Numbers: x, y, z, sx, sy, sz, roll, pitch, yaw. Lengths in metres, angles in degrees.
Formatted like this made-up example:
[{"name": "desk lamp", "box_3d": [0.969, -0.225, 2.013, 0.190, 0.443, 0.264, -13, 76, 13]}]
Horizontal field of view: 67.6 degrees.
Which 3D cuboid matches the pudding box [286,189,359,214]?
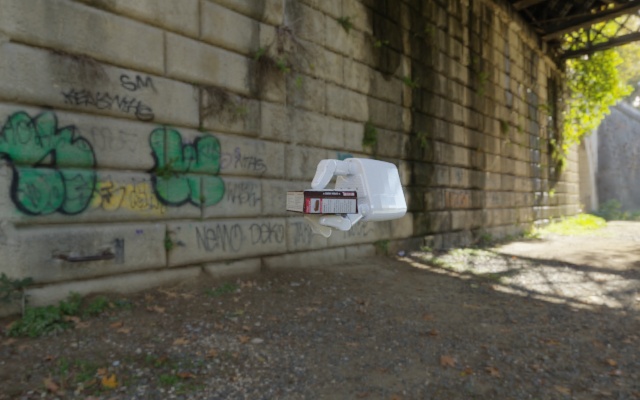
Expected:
[{"name": "pudding box", "box_3d": [0.000, 0.002, 0.765, 0.090, 0.039, 0.113, 0, -1, -17]}]
